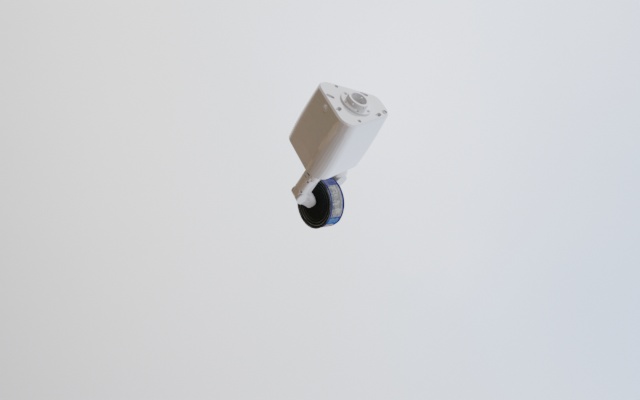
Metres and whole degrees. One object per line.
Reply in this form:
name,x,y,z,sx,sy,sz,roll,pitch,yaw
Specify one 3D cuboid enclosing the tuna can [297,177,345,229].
tuna can,0.001,0.003,0.791,0.034,0.086,0.086,-7,5,-40
